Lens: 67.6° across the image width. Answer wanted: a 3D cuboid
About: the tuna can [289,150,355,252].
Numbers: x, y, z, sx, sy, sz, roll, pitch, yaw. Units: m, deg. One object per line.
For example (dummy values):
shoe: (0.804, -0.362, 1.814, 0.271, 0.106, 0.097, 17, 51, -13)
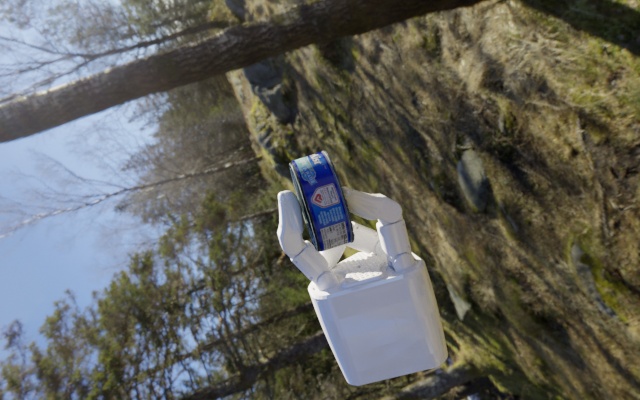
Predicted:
tuna can: (-0.001, 0.001, 0.423, 0.034, 0.086, 0.086, -18, 2, -5)
